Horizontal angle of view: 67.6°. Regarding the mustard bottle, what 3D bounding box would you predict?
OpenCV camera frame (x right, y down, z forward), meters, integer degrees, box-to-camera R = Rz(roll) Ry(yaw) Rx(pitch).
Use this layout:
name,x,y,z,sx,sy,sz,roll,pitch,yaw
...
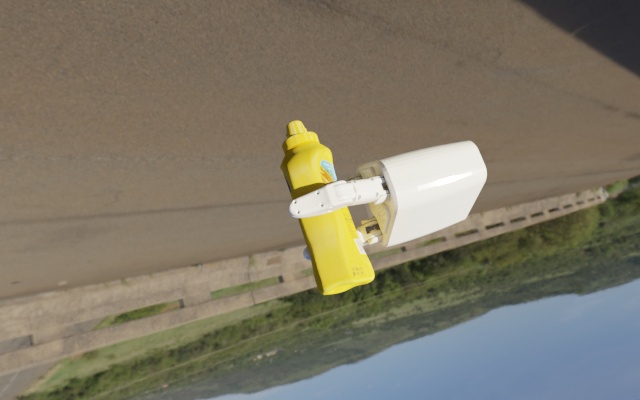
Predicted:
name,x,y,z,sx,sy,sz,roll,pitch,yaw
mustard bottle,0.000,0.002,0.513,0.058,0.191,0.096,-22,-14,13
